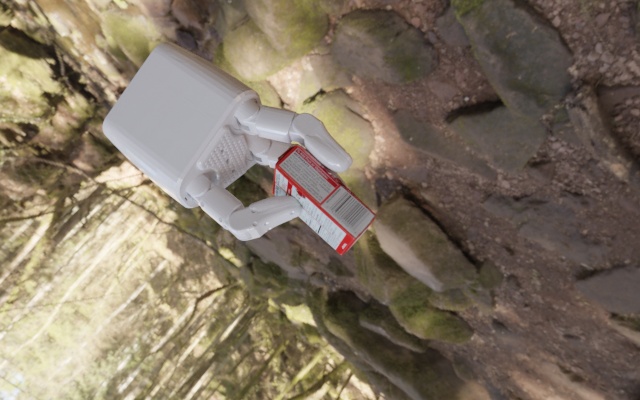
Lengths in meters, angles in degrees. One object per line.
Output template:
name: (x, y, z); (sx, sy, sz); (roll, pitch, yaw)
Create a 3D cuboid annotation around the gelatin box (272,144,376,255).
gelatin box: (0.000, 0.002, 0.404); (0.089, 0.030, 0.073); (43, -16, 7)
